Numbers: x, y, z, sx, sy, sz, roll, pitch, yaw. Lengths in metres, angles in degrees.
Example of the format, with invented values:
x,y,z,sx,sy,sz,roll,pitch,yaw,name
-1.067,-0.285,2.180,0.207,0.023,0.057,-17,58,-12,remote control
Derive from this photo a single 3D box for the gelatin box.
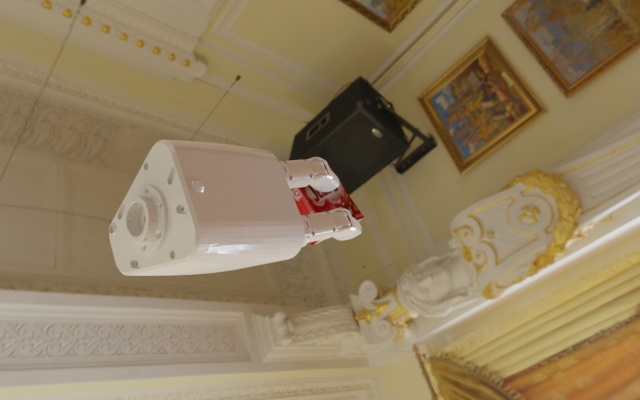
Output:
x,y,z,sx,sy,sz,roll,pitch,yaw,name
0.000,0.002,0.499,0.030,0.073,0.089,-39,-11,27,gelatin box
